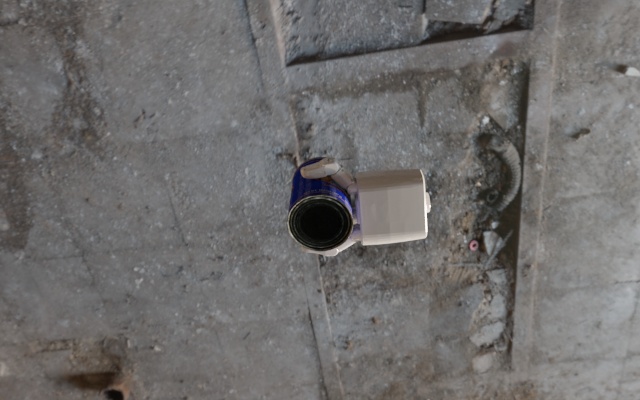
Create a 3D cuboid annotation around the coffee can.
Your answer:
[{"bbox_3d":[0.000,0.002,0.789,0.103,0.103,0.140,0,29,1],"label":"coffee can"}]
